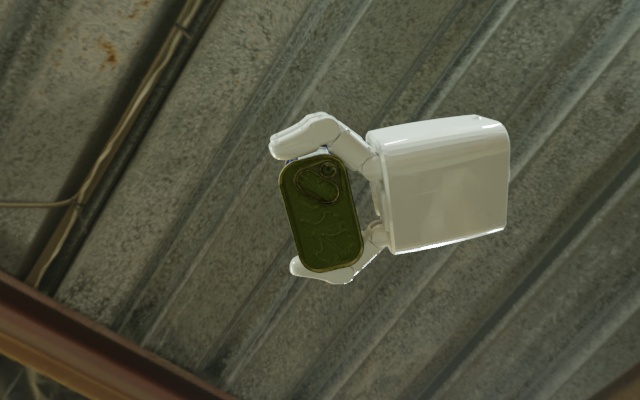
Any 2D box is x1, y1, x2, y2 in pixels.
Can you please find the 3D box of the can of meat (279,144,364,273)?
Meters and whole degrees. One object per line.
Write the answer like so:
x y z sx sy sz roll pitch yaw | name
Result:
0.000 0.001 0.438 0.057 0.102 0.084 -14 16 2 | can of meat
